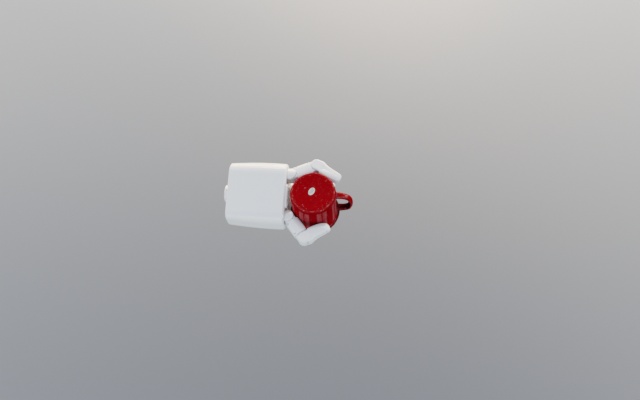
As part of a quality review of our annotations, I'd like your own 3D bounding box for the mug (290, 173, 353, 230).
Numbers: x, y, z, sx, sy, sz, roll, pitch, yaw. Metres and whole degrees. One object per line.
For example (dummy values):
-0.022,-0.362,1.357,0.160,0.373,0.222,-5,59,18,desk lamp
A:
0.002,0.003,0.863,0.117,0.093,0.081,2,-25,3,mug
